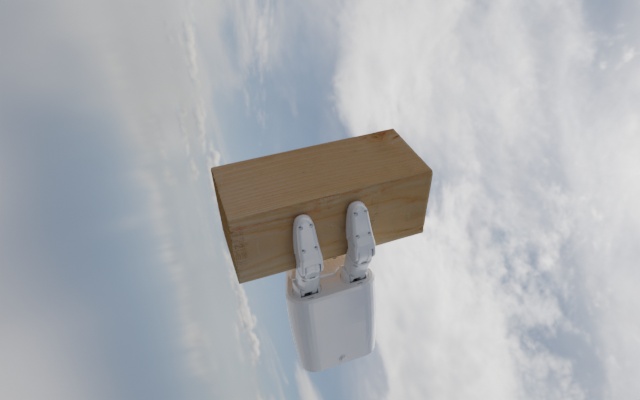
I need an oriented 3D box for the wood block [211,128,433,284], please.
[{"bbox_3d":[0.000,0.002,0.505,0.206,0.090,0.090,-14,41,-15],"label":"wood block"}]
